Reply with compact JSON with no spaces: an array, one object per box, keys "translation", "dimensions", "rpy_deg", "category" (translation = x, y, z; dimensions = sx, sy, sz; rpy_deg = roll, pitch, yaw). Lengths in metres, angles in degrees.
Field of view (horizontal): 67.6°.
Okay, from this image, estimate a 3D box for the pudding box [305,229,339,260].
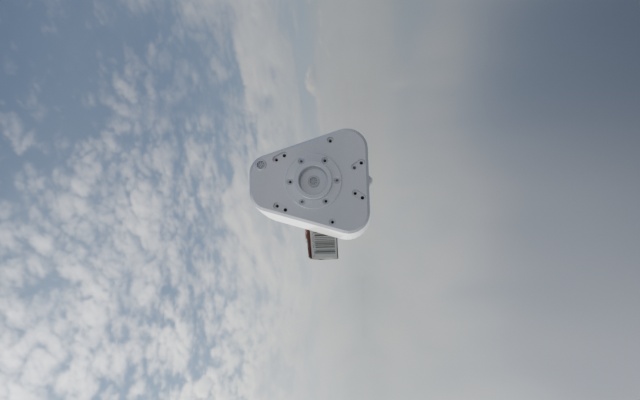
[{"translation":[0.000,0.002,0.577],"dimensions":[0.039,0.113,0.090],"rpy_deg":[-1,23,0],"category":"pudding box"}]
